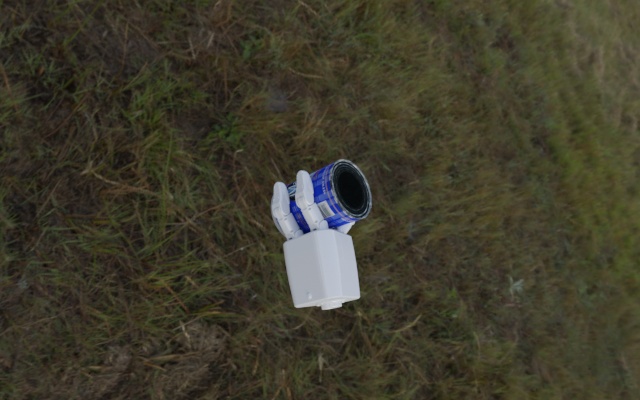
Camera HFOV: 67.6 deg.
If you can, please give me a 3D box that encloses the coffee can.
[{"bbox_3d":[0.000,0.003,0.808,0.140,0.102,0.103,-23,-15,38],"label":"coffee can"}]
